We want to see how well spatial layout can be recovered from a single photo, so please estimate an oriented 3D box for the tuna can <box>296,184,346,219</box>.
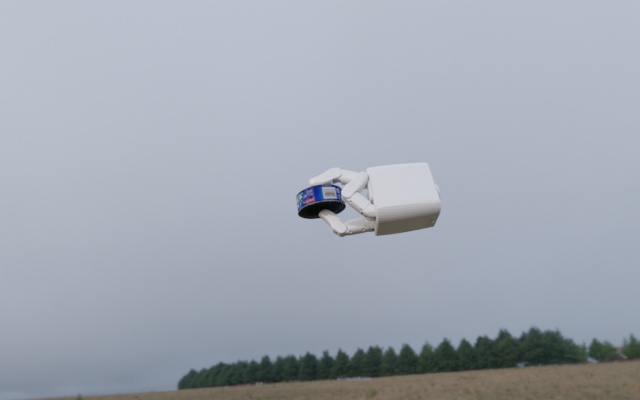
[{"bbox_3d":[0.000,0.002,0.845,0.086,0.033,0.086,-9,-21,-3],"label":"tuna can"}]
